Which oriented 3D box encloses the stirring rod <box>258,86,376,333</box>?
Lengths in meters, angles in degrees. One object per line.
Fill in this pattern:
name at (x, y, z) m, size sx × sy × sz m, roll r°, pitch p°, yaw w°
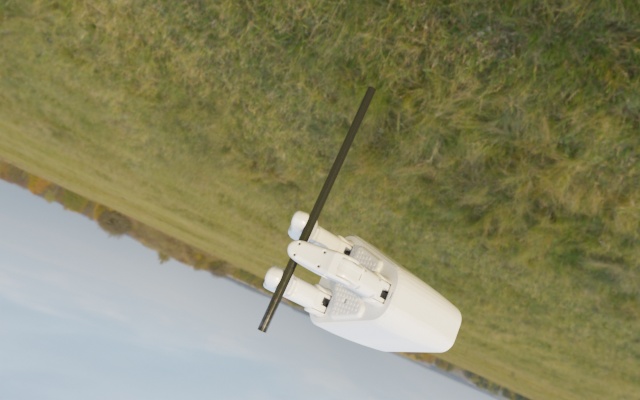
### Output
stirring rod at (0.000, 0.001, 0.422) m, size 0.011 × 0.239 × 0.011 m, roll 23°, pitch -13°, yaw 6°
